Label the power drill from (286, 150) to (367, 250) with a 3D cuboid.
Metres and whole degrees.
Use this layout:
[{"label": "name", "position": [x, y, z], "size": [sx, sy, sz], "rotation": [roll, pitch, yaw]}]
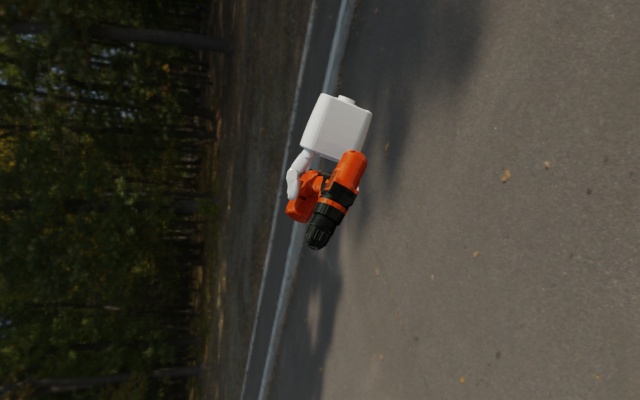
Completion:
[{"label": "power drill", "position": [0.000, 0.003, 0.867], "size": [0.057, 0.184, 0.187], "rotation": [33, -15, -19]}]
